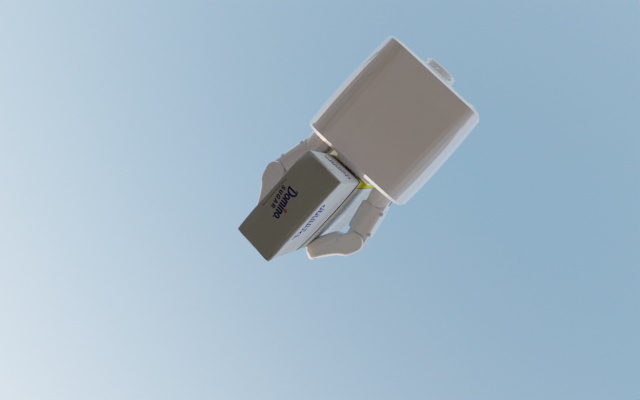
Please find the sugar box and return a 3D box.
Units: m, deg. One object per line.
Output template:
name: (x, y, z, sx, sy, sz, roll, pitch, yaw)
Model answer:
sugar box: (0.000, 0.001, 0.462, 0.048, 0.093, 0.176, 46, 14, 14)
